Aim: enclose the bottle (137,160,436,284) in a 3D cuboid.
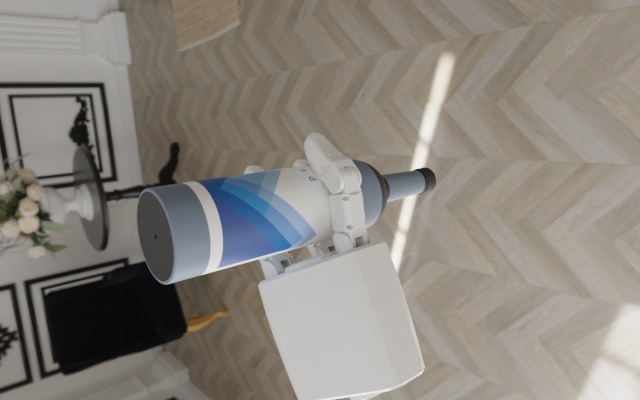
[{"bbox_3d":[0.000,0.001,0.414,0.295,0.069,0.069,-12,7,-39],"label":"bottle"}]
